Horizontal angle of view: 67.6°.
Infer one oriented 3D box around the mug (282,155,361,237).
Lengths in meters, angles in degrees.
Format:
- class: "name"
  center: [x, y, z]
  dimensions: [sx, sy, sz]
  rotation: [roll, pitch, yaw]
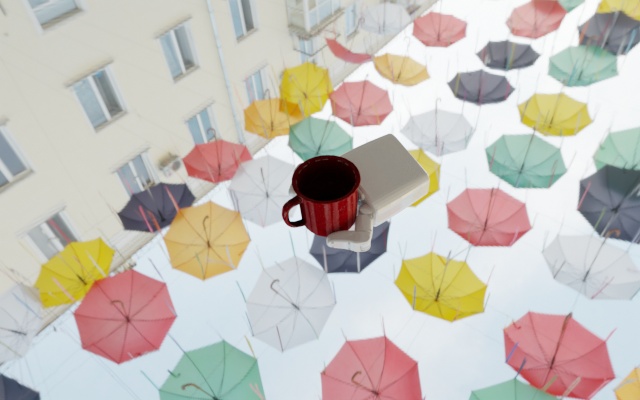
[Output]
- class: "mug"
  center: [-0.001, 0.003, 0.665]
  dimensions: [0.117, 0.082, 0.093]
  rotation: [-28, 51, -19]
